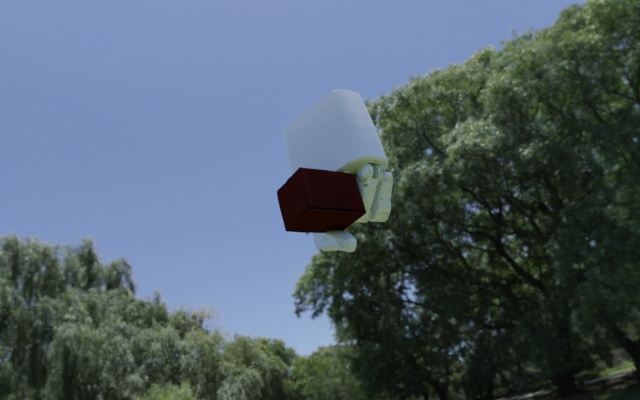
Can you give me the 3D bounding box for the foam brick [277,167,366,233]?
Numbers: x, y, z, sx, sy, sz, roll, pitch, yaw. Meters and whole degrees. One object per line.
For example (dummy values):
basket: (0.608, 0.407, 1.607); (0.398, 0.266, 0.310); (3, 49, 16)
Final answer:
foam brick: (0.000, 0.002, 0.524); (0.078, 0.051, 0.053); (5, -32, -37)
